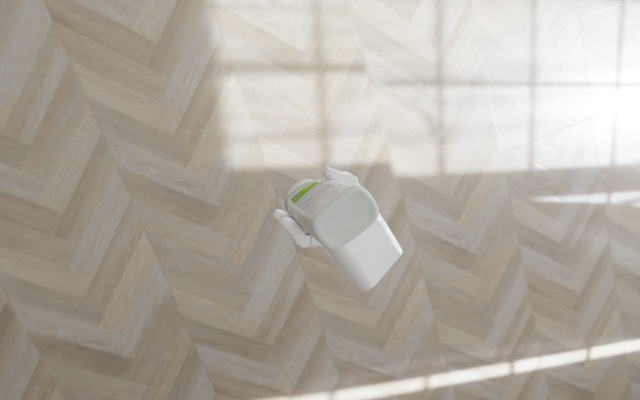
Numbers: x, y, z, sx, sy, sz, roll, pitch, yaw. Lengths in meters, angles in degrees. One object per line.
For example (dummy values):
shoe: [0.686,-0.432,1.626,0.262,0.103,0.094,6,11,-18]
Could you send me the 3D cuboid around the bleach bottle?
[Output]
bleach bottle: [0.000,0.003,0.789,0.102,0.068,0.250,-37,19,-6]
